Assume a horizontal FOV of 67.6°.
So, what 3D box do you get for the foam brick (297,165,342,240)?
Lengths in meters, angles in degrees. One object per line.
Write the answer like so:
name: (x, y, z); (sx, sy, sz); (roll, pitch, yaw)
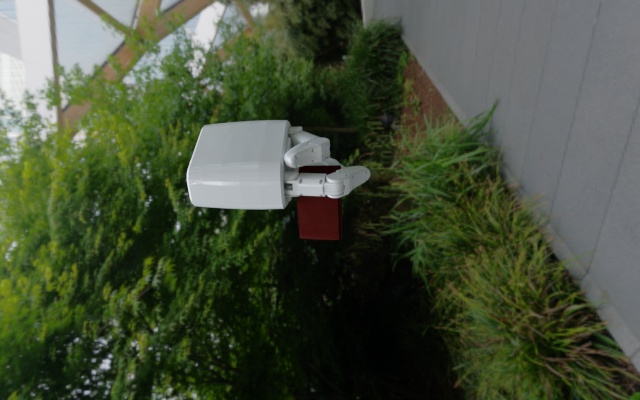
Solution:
foam brick: (0.000, 0.002, 0.577); (0.051, 0.078, 0.053); (-1, 27, 4)
